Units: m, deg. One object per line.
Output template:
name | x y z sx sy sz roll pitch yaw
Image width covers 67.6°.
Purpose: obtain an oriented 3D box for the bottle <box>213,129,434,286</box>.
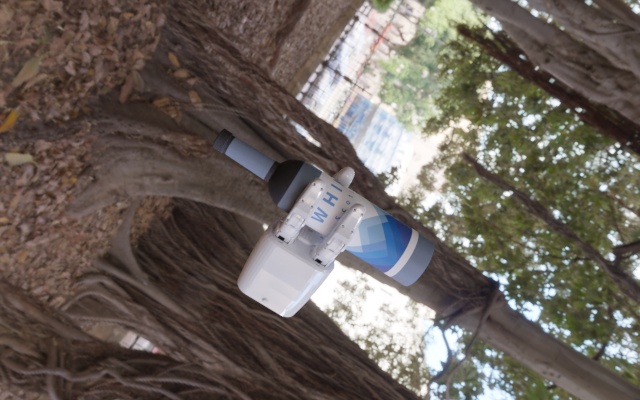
bottle | 0.000 0.002 0.592 0.296 0.069 0.069 32 -3 -5
